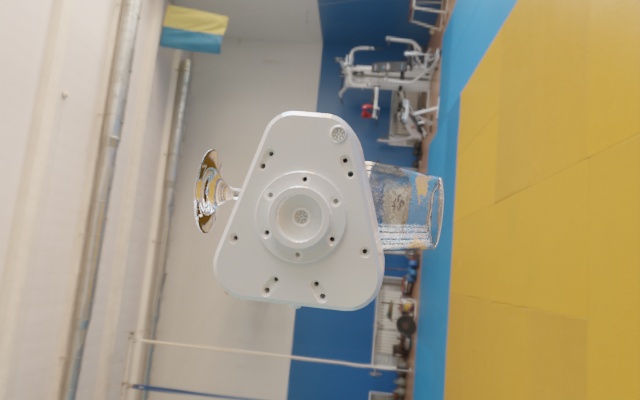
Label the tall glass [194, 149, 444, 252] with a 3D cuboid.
[{"bbox_3d":[-0.001,0.001,0.413,0.201,0.079,0.079,5,0,4],"label":"tall glass"}]
